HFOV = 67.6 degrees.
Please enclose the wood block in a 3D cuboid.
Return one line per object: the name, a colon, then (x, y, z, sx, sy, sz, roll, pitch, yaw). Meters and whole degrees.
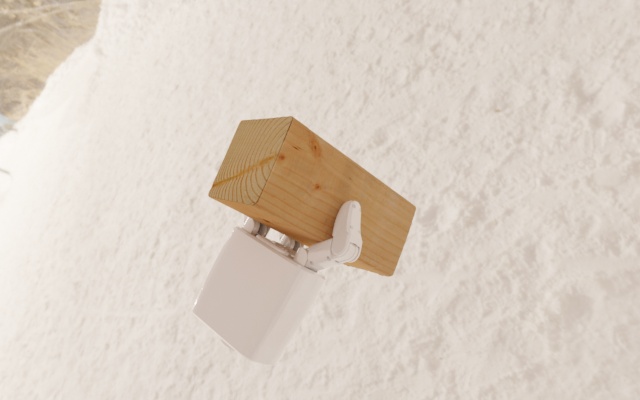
wood block: (0.000, 0.002, 0.515, 0.206, 0.090, 0.091, 31, -15, -39)
